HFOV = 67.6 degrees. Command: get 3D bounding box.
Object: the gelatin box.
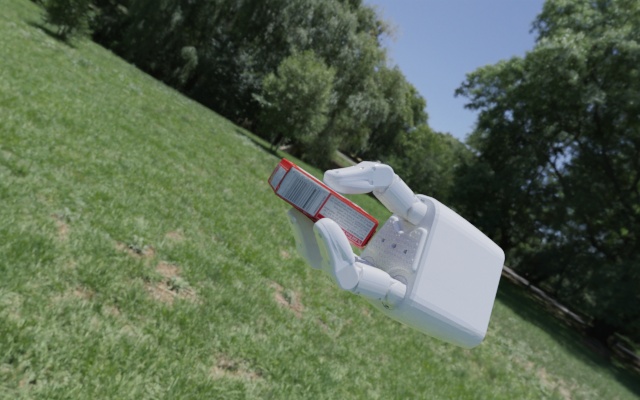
[{"bbox_3d":[0.000,0.001,0.412,0.089,0.030,0.073,33,3,-14],"label":"gelatin box"}]
